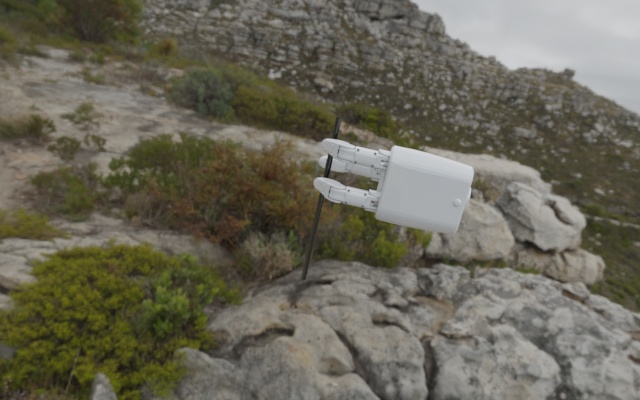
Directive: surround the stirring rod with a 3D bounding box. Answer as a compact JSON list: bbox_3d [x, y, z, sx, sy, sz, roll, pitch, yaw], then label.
[{"bbox_3d":[0.000,0.002,0.675,0.011,0.239,0.011,11,15,-3],"label":"stirring rod"}]
